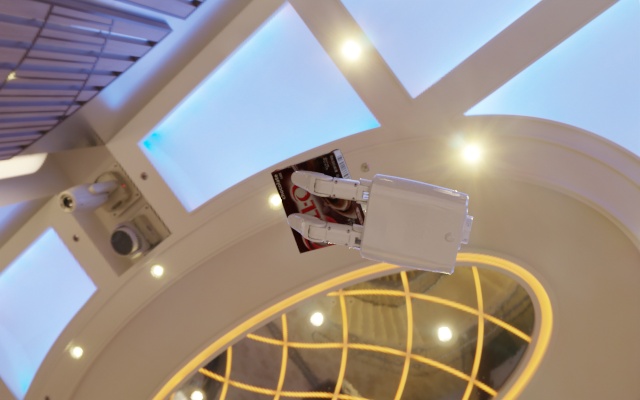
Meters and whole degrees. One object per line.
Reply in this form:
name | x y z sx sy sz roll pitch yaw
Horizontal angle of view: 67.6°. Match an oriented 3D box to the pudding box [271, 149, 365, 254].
pudding box | 0.000 0.002 0.599 0.090 0.113 0.039 -17 4 22
